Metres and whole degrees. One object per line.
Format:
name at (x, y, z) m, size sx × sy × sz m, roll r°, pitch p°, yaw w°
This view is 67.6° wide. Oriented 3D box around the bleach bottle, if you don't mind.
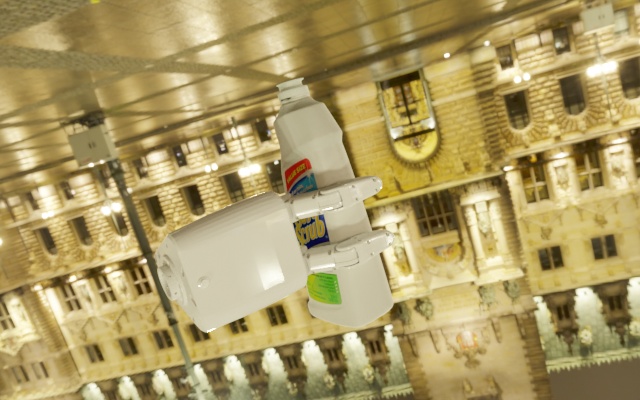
bleach bottle at (0.000, 0.002, 0.499) m, size 0.068 × 0.251 × 0.102 m, roll -23°, pitch 12°, yaw -32°
